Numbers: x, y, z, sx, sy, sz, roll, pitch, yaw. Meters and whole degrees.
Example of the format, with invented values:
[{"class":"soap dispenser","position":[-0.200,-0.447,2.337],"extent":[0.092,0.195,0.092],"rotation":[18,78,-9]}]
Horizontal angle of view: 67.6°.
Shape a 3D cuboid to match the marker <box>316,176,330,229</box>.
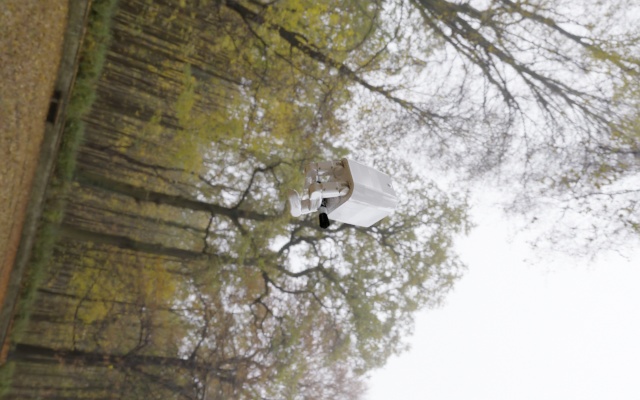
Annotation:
[{"class":"marker","position":[0.000,0.003,0.878],"extent":[0.020,0.121,0.020],"rotation":[-6,-42,-5]}]
